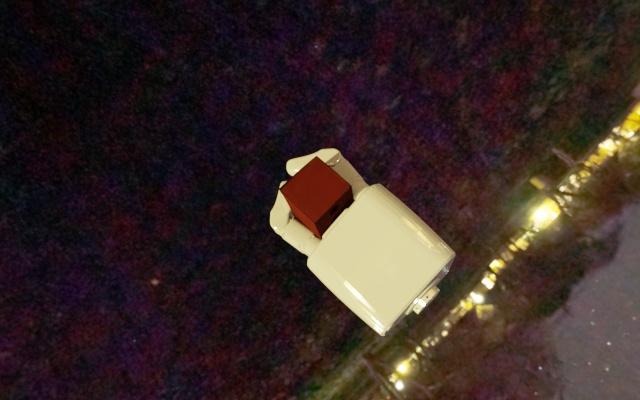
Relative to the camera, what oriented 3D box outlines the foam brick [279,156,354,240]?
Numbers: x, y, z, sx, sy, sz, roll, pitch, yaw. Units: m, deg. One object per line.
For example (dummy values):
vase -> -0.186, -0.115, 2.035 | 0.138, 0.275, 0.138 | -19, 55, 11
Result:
foam brick -> 0.000, 0.002, 0.492 | 0.051, 0.053, 0.078 | 43, -10, 21
